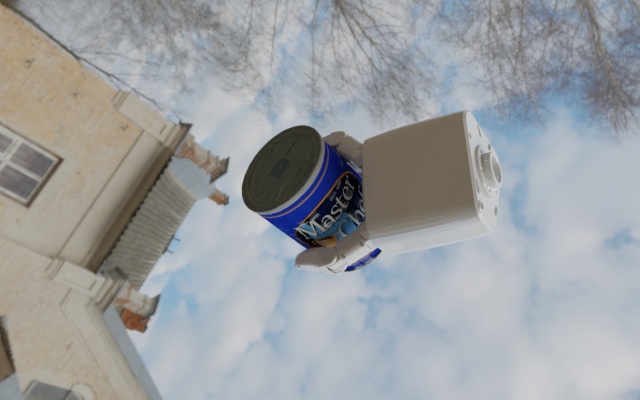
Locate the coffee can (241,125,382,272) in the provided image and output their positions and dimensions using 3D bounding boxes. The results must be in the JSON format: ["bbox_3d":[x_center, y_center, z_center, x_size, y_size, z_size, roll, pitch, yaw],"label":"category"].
[{"bbox_3d":[0.000,0.002,0.515,0.103,0.102,0.140,0,-30,43],"label":"coffee can"}]
